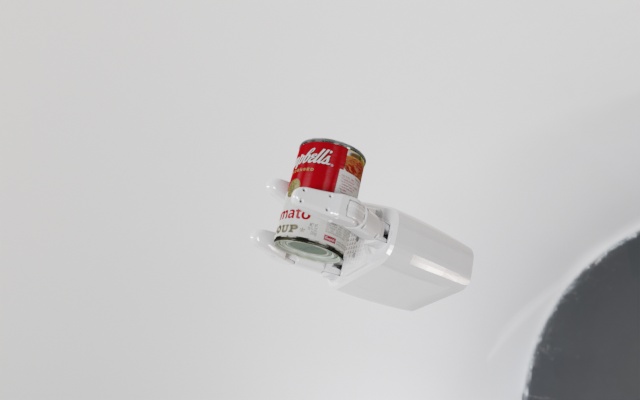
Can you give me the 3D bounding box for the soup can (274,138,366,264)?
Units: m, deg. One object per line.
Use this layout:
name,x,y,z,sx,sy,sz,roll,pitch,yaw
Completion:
soup can,0.000,0.002,0.454,0.068,0.102,0.068,13,-19,5
